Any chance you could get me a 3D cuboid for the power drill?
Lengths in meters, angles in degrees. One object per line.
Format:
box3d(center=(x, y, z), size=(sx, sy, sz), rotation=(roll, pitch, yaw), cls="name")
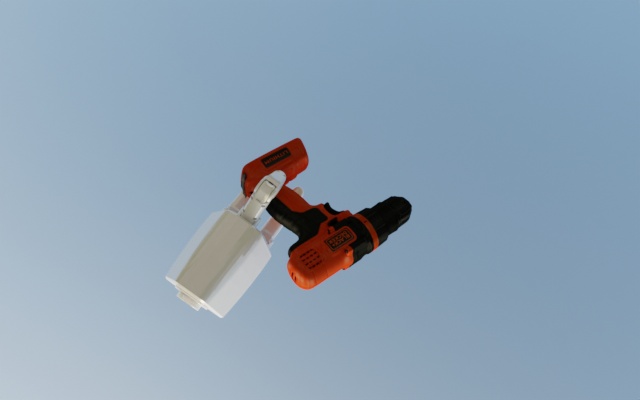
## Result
box3d(center=(0.000, 0.002, 0.618), size=(0.184, 0.187, 0.057), rotation=(-30, -30, -25), cls="power drill")
